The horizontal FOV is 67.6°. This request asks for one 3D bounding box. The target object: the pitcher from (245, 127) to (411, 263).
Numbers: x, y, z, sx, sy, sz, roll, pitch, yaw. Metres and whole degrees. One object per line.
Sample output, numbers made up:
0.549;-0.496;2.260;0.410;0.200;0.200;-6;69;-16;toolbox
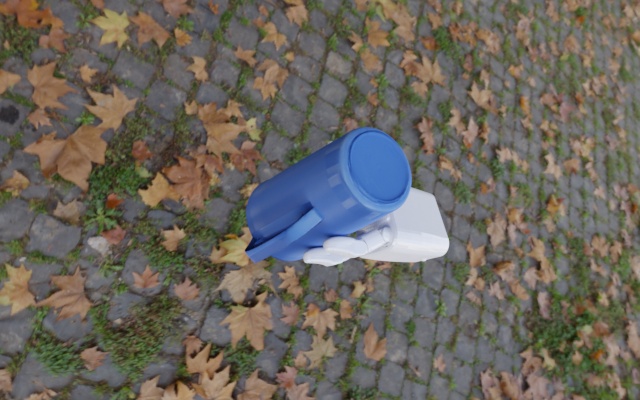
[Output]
0.000;0.002;0.645;0.145;0.149;0.243;11;-22;-30;pitcher
